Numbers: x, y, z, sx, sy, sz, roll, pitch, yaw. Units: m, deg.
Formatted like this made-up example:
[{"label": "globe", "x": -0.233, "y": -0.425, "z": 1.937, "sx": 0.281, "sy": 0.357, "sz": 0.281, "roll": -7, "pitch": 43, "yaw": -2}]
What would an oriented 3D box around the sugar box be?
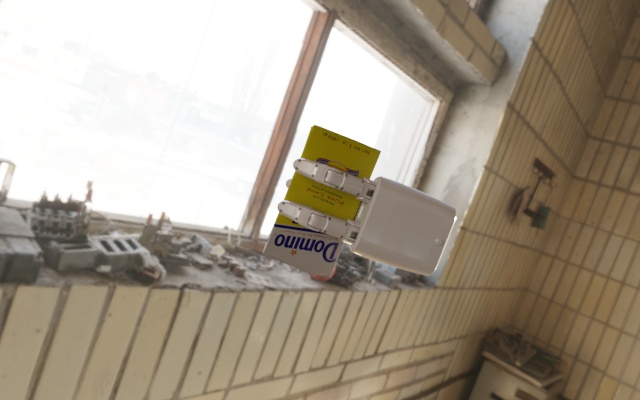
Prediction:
[{"label": "sugar box", "x": 0.000, "y": 0.002, "z": 0.607, "sx": 0.093, "sy": 0.176, "sz": 0.048, "roll": 20, "pitch": 3, "yaw": -6}]
